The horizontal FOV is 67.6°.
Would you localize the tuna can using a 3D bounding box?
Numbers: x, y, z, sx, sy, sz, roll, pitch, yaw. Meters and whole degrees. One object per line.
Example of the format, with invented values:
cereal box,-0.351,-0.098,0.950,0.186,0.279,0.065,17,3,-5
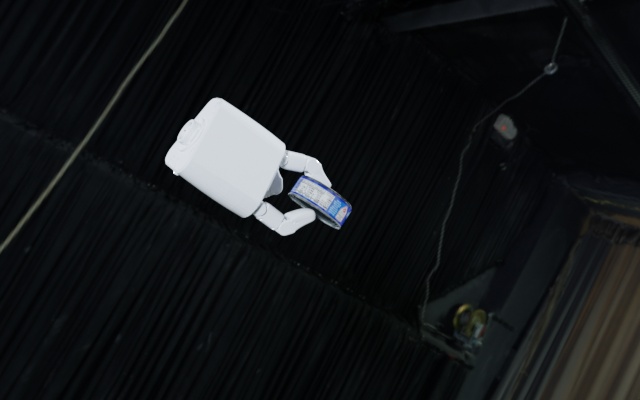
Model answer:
tuna can,0.000,0.002,0.656,0.086,0.033,0.086,33,-8,6
